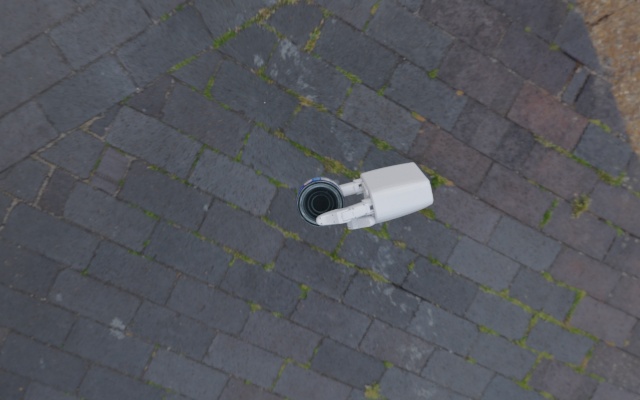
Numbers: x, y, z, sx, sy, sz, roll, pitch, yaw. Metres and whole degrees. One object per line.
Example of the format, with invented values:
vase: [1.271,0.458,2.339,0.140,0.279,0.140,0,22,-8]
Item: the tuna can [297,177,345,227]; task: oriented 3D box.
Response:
tuna can: [0.000,0.003,0.845,0.086,0.086,0.033,0,13,-1]
